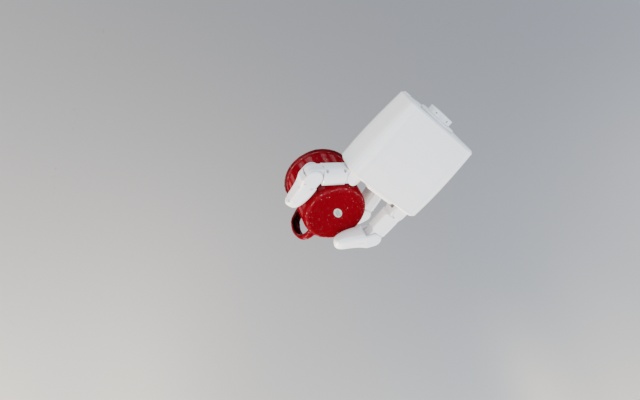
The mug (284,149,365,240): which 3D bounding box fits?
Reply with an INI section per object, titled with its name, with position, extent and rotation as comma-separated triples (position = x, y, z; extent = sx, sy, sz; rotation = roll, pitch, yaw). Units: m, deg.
[mug]
position = -0.001, 0.003, 0.621
extent = 0.093, 0.117, 0.081
rotation = 27, 24, -34
